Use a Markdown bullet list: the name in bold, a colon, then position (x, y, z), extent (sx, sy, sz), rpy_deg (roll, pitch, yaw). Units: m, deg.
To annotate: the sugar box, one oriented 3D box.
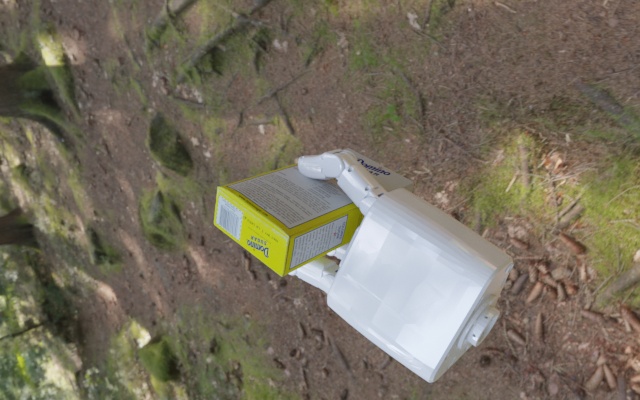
- **sugar box**: position (0.000, 0.002, 0.445), extent (0.093, 0.048, 0.176), rpy_deg (32, 33, 33)
